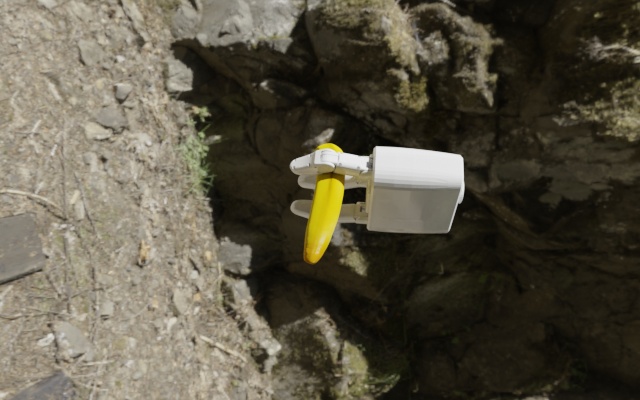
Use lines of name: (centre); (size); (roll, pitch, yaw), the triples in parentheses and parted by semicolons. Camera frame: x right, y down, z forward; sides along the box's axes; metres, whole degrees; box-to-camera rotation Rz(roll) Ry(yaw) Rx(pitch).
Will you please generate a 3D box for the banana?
banana: (0.006, -0.013, 0.596); (0.037, 0.197, 0.070); (16, -48, -12)
